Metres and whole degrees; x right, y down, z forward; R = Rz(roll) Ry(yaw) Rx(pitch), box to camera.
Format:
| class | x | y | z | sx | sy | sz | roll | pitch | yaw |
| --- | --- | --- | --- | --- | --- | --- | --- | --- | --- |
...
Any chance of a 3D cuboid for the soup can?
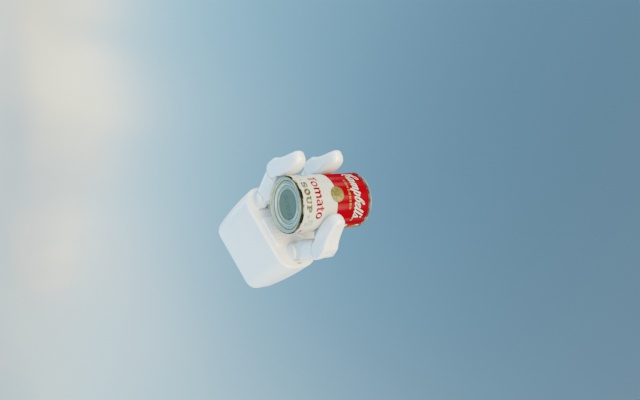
| class | x | y | z | sx | sy | sz | roll | pitch | yaw |
| --- | --- | --- | --- | --- | --- | --- | --- | --- | --- |
| soup can | 0.000 | 0.002 | 0.563 | 0.102 | 0.068 | 0.068 | -4 | 3 | -37 |
